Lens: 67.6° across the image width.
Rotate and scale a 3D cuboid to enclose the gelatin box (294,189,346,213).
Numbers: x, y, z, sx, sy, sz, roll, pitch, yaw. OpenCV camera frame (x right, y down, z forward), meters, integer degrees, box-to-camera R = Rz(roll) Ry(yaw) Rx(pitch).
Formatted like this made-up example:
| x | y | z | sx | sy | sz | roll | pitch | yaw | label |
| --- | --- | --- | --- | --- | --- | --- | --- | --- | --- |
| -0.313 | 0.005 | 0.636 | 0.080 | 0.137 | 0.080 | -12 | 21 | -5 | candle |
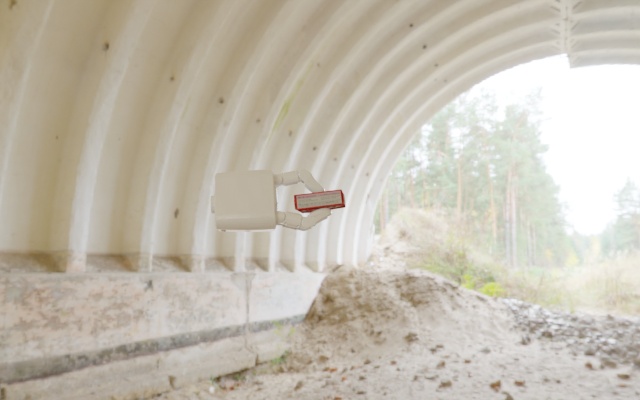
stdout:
| x | y | z | sx | sy | sz | roll | pitch | yaw | label |
| --- | --- | --- | --- | --- | --- | --- | --- | --- | --- |
| 0.000 | 0.002 | 0.881 | 0.089 | 0.030 | 0.073 | -8 | -7 | 5 | gelatin box |
